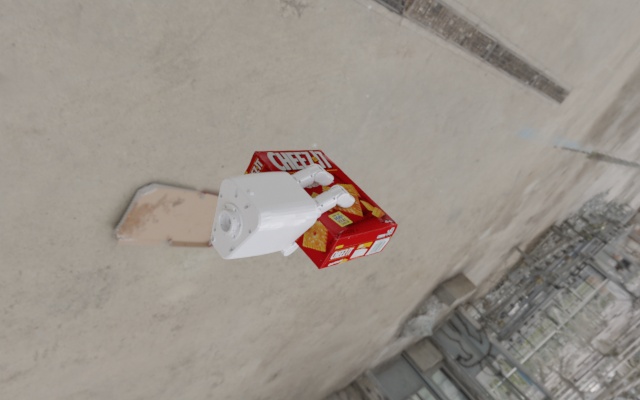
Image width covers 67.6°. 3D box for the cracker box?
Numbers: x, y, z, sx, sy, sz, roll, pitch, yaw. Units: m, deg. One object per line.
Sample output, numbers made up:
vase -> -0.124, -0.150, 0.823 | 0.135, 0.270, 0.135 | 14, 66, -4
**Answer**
cracker box -> 0.000, 0.003, 0.781 | 0.164, 0.072, 0.213 | -7, 46, -48
